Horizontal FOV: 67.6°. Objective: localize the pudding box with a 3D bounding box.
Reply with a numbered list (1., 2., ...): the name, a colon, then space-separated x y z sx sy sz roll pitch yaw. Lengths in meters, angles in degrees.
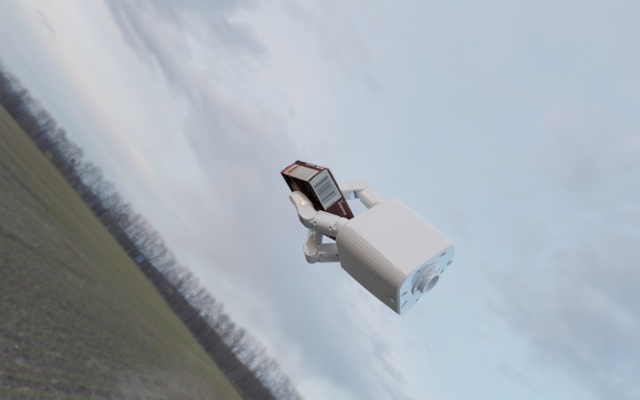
1. pudding box: 0.000 0.002 0.670 0.039 0.113 0.090 -36 26 -19
